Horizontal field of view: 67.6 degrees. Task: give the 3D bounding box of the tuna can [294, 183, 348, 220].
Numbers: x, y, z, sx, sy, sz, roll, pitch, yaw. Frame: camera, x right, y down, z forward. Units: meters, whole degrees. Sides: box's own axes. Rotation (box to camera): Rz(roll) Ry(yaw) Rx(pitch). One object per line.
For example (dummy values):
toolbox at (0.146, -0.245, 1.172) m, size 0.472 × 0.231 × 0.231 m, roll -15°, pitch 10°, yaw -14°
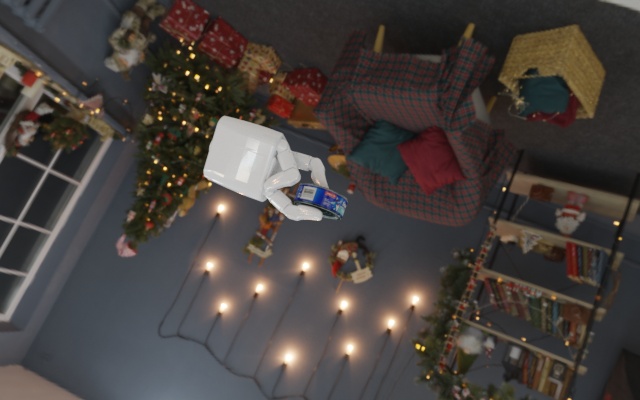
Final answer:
tuna can at (0.000, 0.003, 0.789) m, size 0.086 × 0.033 × 0.086 m, roll 18°, pitch -12°, yaw 4°
